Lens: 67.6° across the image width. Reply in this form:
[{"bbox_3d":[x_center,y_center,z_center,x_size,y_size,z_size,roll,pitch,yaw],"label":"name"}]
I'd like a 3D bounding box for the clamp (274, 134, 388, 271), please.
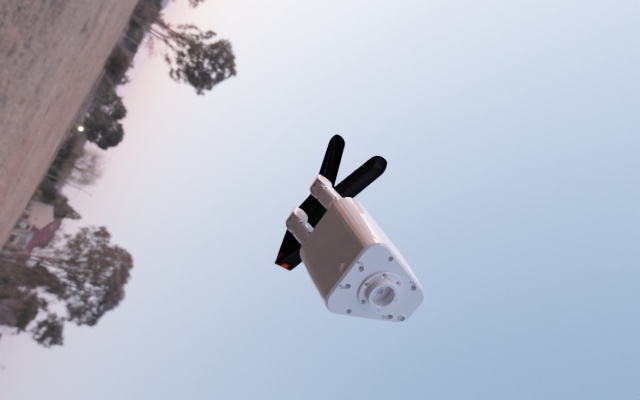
[{"bbox_3d":[0.000,0.003,0.670,0.036,0.210,0.164,30,13,-24],"label":"clamp"}]
